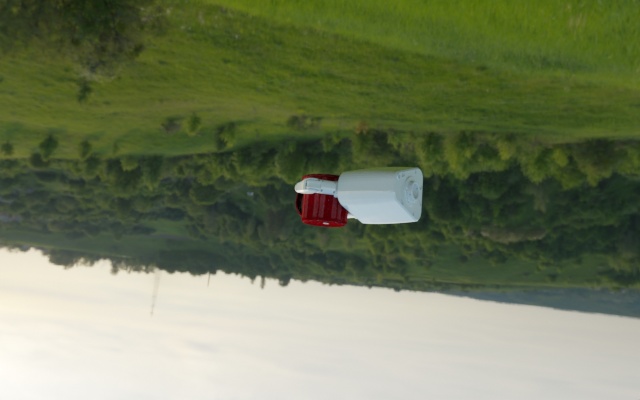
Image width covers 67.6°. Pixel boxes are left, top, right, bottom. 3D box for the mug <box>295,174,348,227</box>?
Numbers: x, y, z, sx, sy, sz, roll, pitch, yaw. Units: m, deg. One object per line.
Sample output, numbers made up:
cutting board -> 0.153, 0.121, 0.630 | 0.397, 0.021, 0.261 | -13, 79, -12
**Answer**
mug -> -0.001, 0.003, 0.859 | 0.117, 0.081, 0.093 | -3, -12, 37
